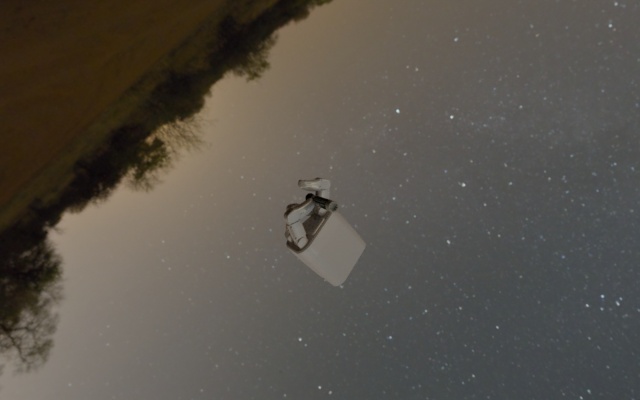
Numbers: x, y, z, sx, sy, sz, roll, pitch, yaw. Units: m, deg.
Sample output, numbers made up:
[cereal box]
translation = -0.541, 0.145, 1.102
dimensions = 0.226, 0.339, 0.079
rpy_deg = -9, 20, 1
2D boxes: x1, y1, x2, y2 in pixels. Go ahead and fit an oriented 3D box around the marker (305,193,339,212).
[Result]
[marker]
translation = 0.000, 0.003, 0.840
dimensions = 0.020, 0.020, 0.121
rpy_deg = 0, 7, -22
